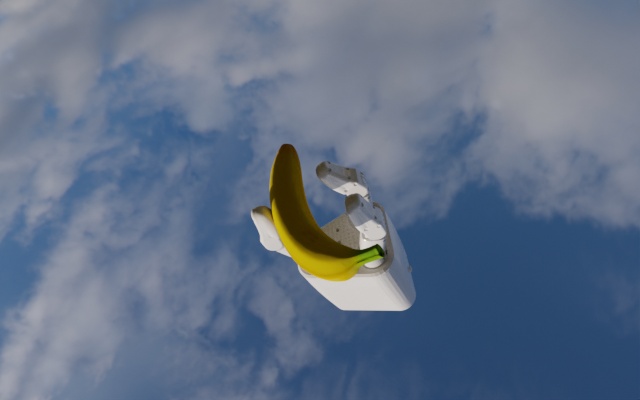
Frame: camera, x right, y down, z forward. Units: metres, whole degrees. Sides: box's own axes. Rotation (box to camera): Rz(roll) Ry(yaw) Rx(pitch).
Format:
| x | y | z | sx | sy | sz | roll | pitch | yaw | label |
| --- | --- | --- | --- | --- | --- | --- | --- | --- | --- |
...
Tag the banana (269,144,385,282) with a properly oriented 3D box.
| x | y | z | sx | sy | sz | roll | pitch | yaw | label |
| --- | --- | --- | --- | --- | --- | --- | --- | --- | --- |
| -0.012 | 0.016 | 0.456 | 0.037 | 0.069 | 0.197 | 46 | 3 | -45 | banana |
